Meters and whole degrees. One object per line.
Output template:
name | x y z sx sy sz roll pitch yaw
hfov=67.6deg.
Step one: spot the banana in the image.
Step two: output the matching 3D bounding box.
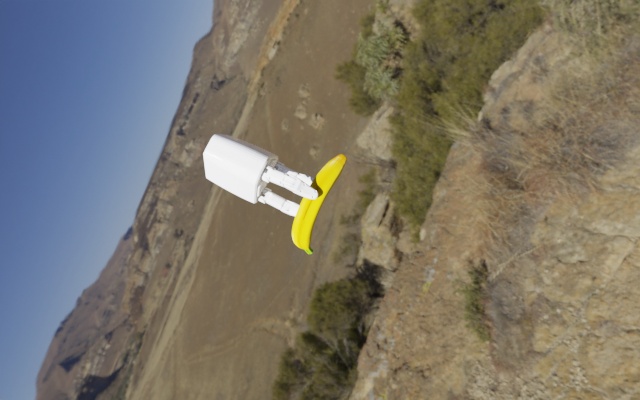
banana | -0.009 0.007 0.849 0.037 0.198 0.069 27 15 22
